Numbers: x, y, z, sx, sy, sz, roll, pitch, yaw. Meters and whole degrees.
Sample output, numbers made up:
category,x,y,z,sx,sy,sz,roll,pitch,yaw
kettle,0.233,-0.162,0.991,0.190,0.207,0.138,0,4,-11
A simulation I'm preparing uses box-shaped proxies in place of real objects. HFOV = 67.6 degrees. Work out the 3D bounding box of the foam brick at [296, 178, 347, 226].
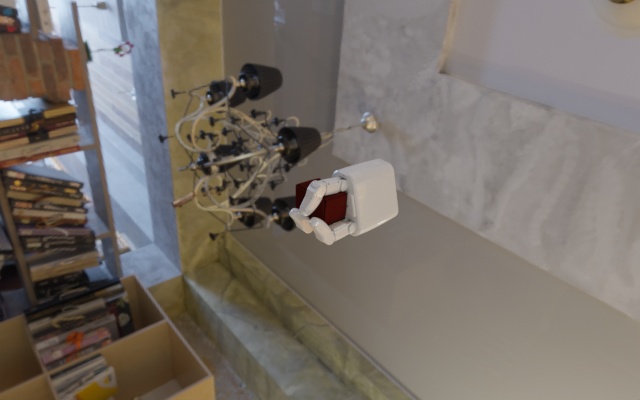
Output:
category,x,y,z,sx,sy,sz,roll,pitch,yaw
foam brick,0.000,0.003,0.822,0.051,0.053,0.078,-20,36,-36
